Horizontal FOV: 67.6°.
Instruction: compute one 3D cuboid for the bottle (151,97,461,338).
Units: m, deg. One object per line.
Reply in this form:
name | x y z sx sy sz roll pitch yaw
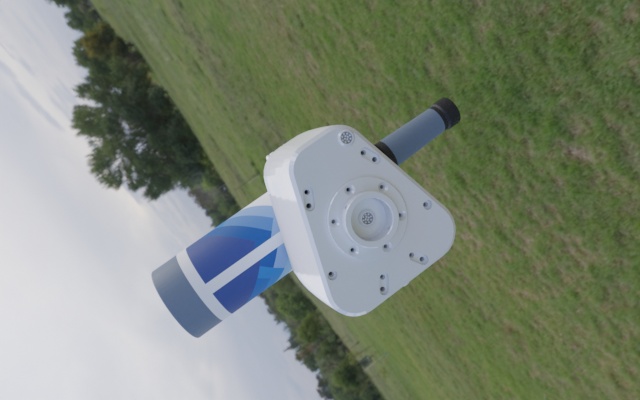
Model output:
bottle | 0.000 0.001 0.413 0.295 0.069 0.069 -35 6 -9
